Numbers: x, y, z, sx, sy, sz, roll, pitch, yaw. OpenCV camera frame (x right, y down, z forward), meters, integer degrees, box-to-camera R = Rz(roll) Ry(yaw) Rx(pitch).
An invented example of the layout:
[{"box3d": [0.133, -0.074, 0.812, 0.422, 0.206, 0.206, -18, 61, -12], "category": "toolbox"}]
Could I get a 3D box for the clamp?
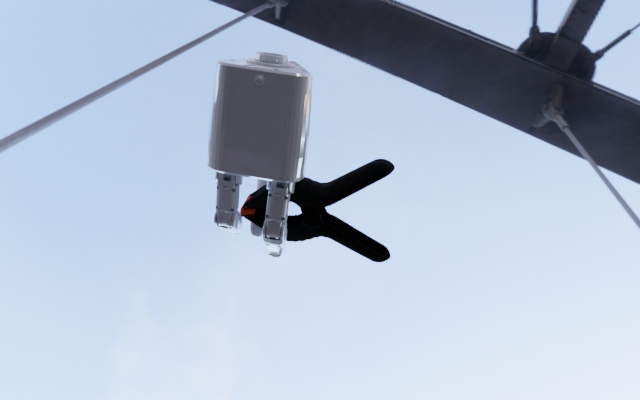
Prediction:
[{"box3d": [0.000, 0.002, 0.514, 0.171, 0.120, 0.039, 9, 22, 2], "category": "clamp"}]
